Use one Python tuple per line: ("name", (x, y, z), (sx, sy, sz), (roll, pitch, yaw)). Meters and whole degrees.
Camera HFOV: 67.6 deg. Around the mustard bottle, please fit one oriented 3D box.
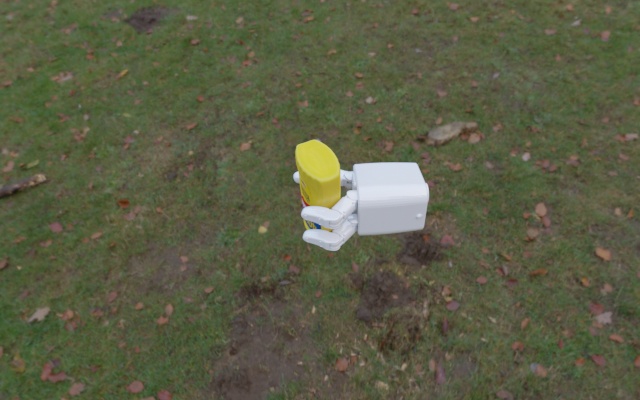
("mustard bottle", (0.000, 0.002, 0.770), (0.058, 0.192, 0.096), (-21, 49, -15))
